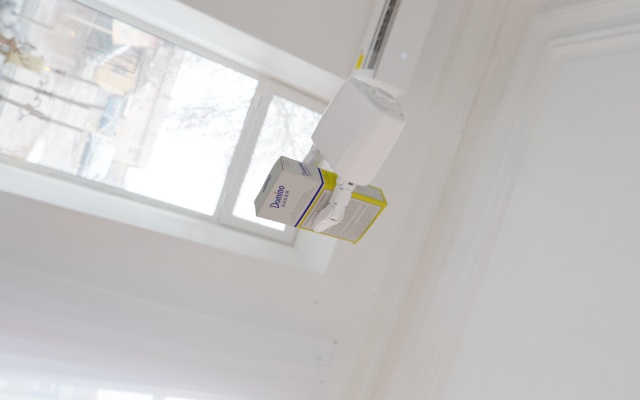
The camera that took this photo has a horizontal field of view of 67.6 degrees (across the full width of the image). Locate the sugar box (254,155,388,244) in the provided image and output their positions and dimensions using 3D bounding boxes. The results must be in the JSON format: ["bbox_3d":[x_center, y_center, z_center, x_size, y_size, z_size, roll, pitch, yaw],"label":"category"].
[{"bbox_3d":[0.000,0.002,0.708,0.176,0.093,0.048,19,33,-24],"label":"sugar box"}]
